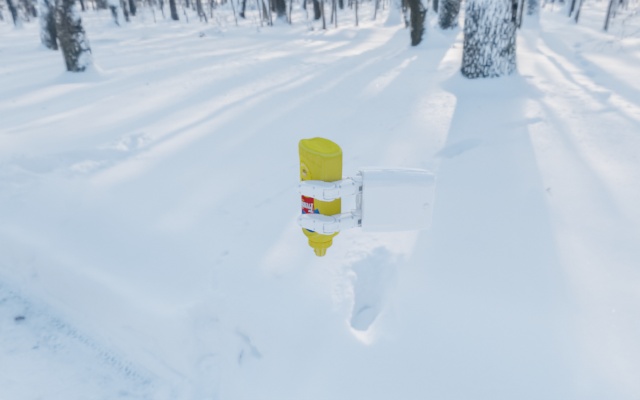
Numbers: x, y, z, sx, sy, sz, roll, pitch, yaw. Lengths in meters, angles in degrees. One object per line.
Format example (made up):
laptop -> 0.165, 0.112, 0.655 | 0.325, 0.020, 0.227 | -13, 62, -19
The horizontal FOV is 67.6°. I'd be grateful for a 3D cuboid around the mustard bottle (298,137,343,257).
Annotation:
mustard bottle -> 0.000, 0.002, 0.756 | 0.058, 0.192, 0.096 | -12, 27, -23
